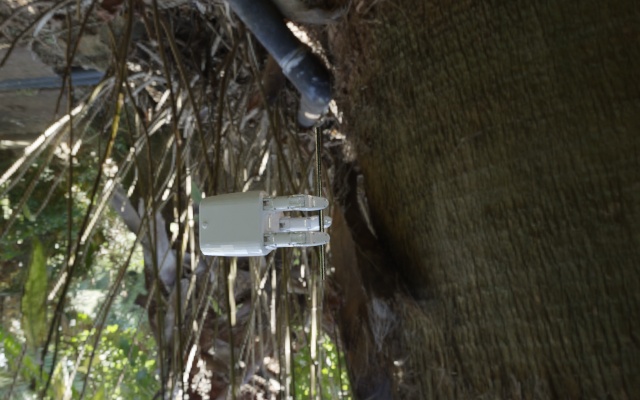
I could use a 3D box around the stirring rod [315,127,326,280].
[{"bbox_3d":[0.000,0.002,0.749,0.011,0.239,0.011,-2,-7,0],"label":"stirring rod"}]
